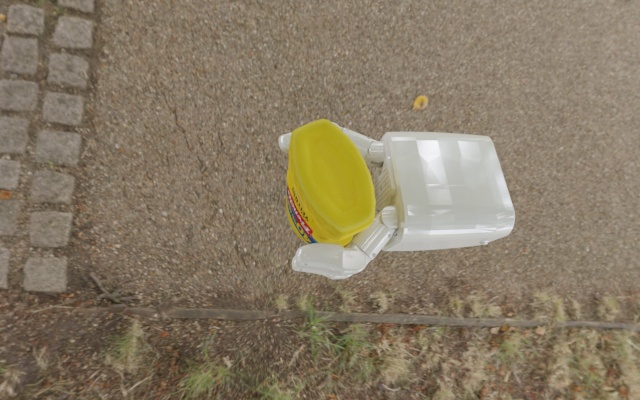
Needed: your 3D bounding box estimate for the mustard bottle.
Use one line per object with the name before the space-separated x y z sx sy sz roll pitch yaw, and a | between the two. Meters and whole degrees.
mustard bottle | 0.000 0.002 0.461 0.058 0.096 0.192 -25 -10 -12
